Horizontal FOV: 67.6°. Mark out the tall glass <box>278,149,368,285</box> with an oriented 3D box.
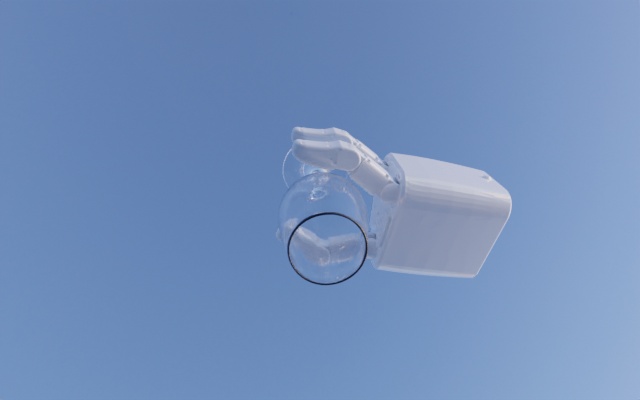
[{"bbox_3d":[0.000,0.001,0.451,0.079,0.079,0.201,0,21,-3],"label":"tall glass"}]
